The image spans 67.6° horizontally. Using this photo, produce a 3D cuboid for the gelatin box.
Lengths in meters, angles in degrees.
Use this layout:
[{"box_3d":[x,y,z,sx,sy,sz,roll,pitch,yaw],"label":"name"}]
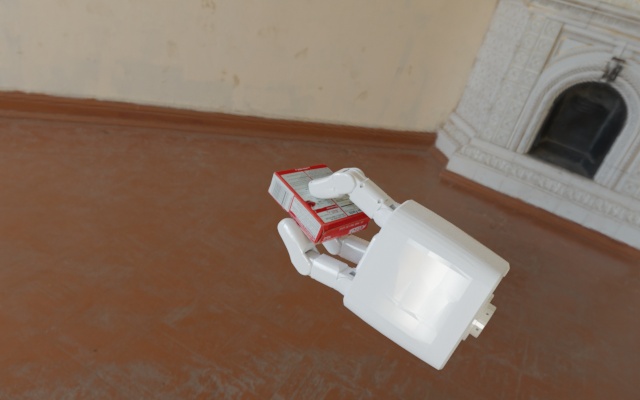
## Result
[{"box_3d":[0.000,0.001,0.501,0.073,0.030,0.089,-14,49,-41],"label":"gelatin box"}]
